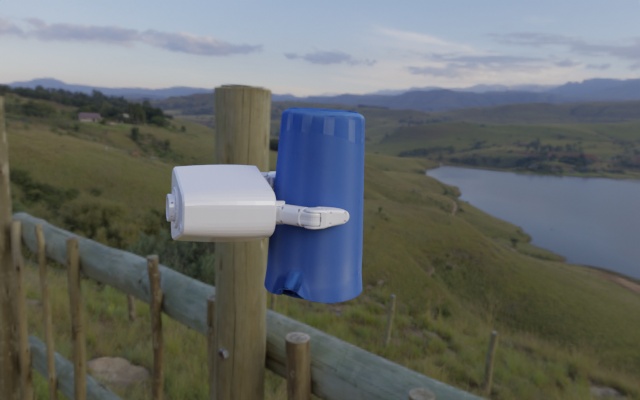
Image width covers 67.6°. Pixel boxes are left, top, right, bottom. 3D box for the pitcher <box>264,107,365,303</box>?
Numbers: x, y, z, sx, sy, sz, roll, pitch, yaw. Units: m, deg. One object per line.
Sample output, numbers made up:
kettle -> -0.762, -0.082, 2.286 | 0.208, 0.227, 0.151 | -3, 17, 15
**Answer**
pitcher -> 0.000, 0.002, 0.642 | 0.145, 0.243, 0.149 | 0, 10, -23
